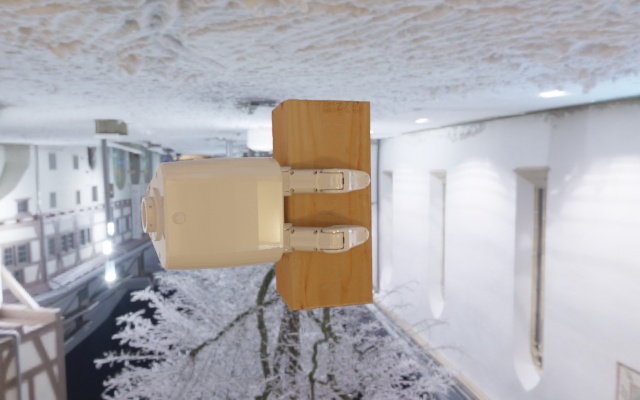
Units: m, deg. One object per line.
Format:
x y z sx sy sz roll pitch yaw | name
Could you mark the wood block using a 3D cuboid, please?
0.000 0.002 0.516 0.090 0.206 0.091 -2 4 -15 | wood block
